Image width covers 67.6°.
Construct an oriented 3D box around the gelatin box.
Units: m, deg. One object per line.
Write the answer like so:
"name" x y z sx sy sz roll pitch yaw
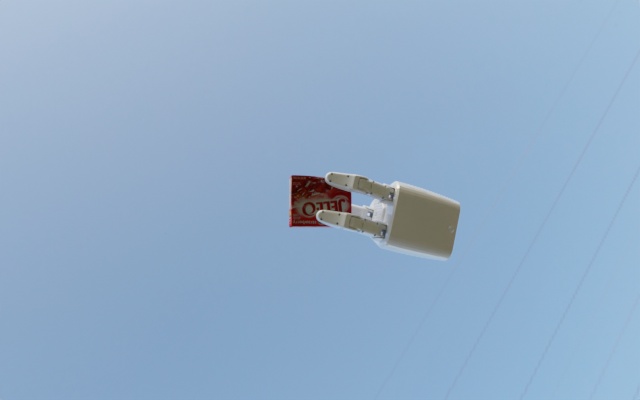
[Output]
"gelatin box" 0.000 0.002 0.681 0.089 0.073 0.030 1 -6 -10
